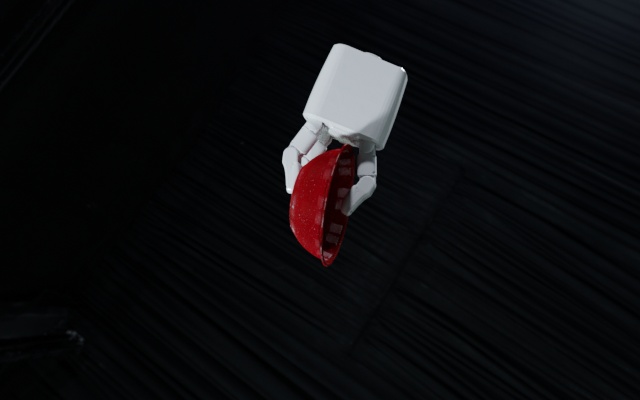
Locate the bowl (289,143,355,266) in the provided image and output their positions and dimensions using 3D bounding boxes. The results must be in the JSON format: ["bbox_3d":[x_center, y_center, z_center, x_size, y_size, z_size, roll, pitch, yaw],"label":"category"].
[{"bbox_3d":[-0.001,0.003,0.625,0.055,0.162,0.162,10,2,13],"label":"bowl"}]
